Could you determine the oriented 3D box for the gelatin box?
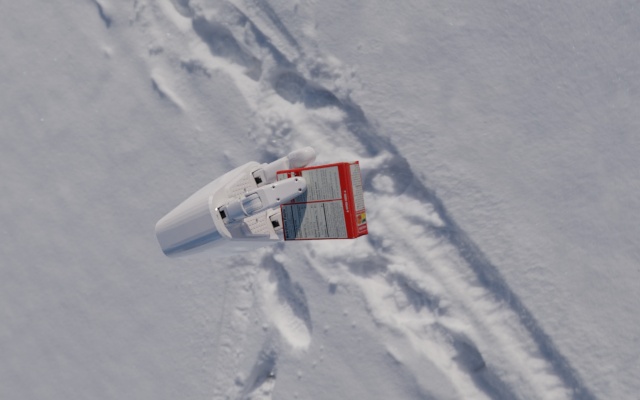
[{"bbox_3d":[0.000,0.002,0.475,0.089,0.073,0.030,-5,5,37],"label":"gelatin box"}]
